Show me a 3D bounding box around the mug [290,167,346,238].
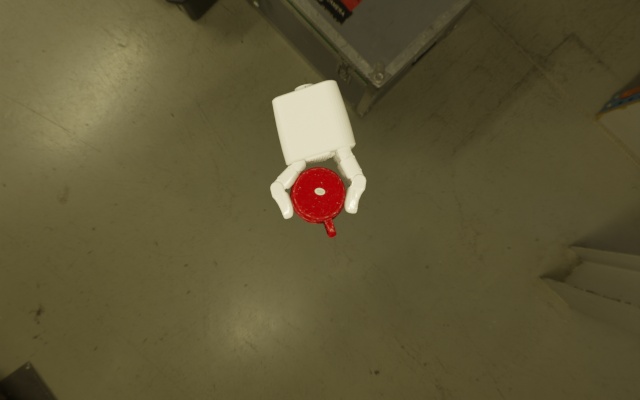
[{"bbox_3d":[0.000,0.004,0.751,0.093,0.117,0.081,-17,-2,-2],"label":"mug"}]
